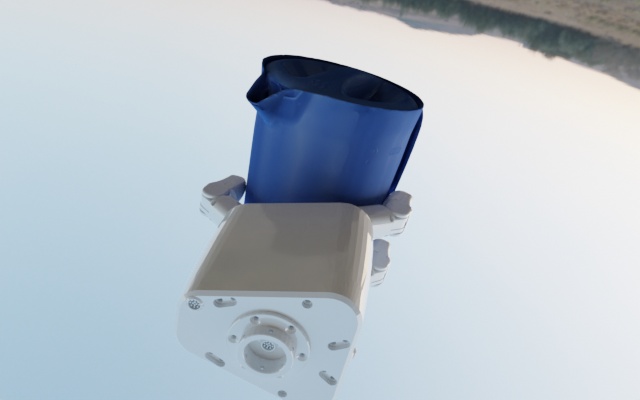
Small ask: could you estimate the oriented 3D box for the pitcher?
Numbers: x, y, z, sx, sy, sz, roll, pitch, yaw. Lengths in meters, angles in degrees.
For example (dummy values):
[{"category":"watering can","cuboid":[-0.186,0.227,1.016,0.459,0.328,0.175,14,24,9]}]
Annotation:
[{"category":"pitcher","cuboid":[0.000,0.001,0.438,0.149,0.243,0.145,15,27,-1]}]
